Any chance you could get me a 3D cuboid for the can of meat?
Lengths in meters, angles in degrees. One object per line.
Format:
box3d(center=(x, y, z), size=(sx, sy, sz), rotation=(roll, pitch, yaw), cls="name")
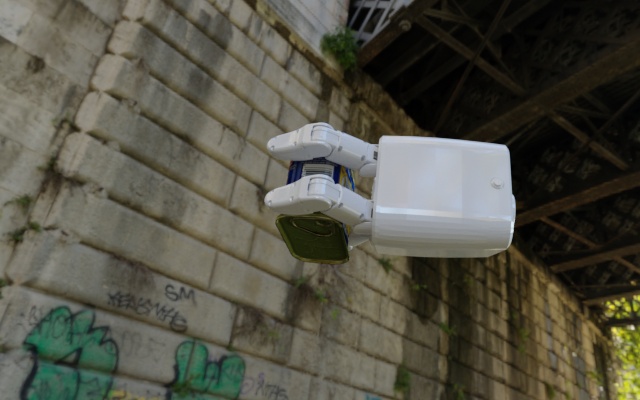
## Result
box3d(center=(0.000, 0.001, 0.445), size=(0.057, 0.084, 0.102), rotation=(3, -28, 11), cls="can of meat")
